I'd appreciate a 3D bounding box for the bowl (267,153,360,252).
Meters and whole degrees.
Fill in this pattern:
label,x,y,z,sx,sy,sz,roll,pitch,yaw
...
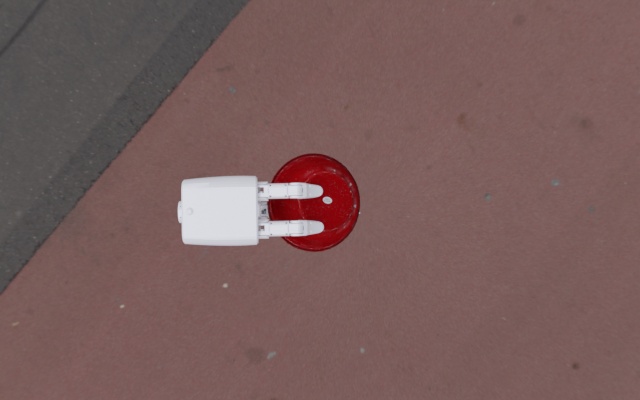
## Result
label,x,y,z,sx,sy,sz,roll,pitch,yaw
bowl,0.001,0.002,0.758,0.162,0.162,0.055,0,-2,-21
